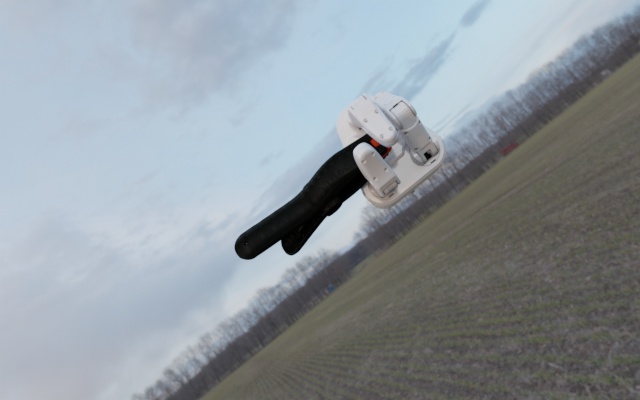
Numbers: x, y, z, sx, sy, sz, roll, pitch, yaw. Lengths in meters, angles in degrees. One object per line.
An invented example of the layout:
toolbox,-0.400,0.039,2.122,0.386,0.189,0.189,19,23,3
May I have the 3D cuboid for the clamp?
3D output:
clamp,0.000,0.001,0.476,0.171,0.039,0.120,-39,-10,4
